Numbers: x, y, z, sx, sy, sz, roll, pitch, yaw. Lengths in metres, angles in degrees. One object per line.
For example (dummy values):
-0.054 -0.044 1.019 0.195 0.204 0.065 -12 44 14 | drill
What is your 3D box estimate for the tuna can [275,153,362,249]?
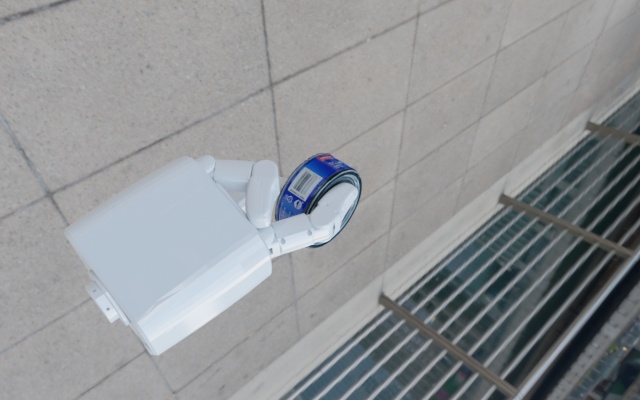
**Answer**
0.001 0.002 0.441 0.033 0.086 0.086 33 18 29 | tuna can
